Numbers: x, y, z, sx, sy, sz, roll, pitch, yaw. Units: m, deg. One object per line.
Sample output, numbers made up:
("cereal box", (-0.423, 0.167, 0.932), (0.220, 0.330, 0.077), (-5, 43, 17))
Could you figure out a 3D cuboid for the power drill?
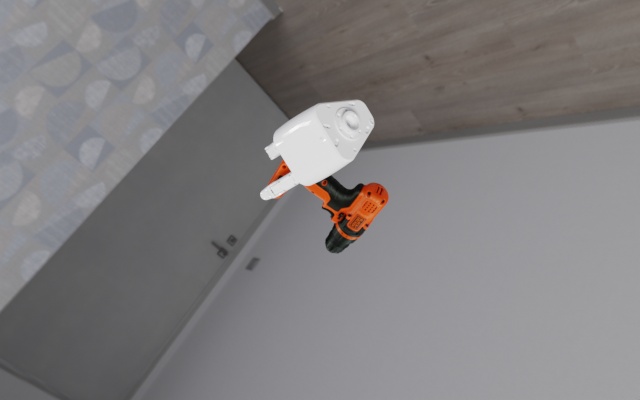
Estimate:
("power drill", (0.000, 0.002, 0.825), (0.187, 0.057, 0.184), (29, -47, -7))
